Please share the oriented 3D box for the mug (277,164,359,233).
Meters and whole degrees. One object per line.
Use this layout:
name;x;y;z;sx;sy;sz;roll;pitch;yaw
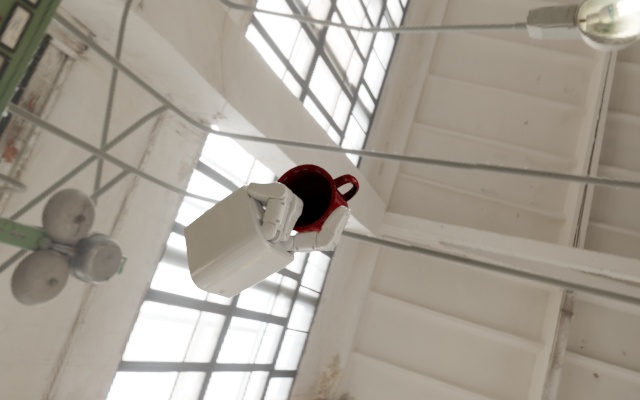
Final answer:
mug;0.001;0.001;0.654;0.117;0.093;0.081;-32;-28;8
